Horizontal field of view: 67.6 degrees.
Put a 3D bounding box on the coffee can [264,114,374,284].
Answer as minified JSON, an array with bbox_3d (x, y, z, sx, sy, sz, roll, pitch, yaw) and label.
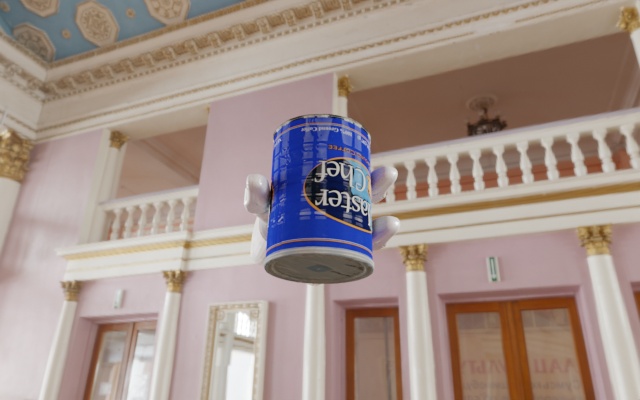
[{"bbox_3d":[0.000,0.002,0.471,0.103,0.140,0.103,1,-24,1],"label":"coffee can"}]
